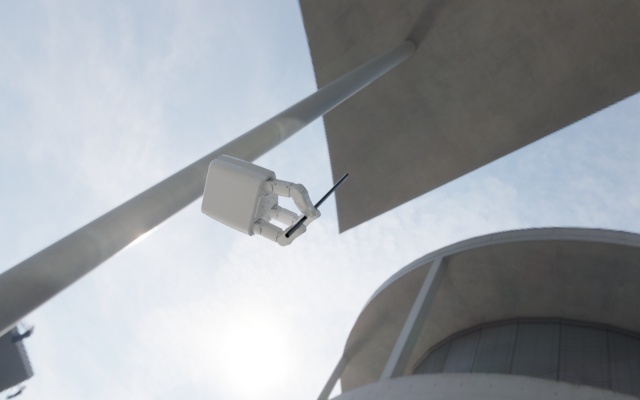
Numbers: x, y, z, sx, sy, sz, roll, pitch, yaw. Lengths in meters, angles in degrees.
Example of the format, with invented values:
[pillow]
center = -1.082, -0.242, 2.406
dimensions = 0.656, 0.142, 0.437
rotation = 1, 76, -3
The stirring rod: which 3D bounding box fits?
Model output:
[stirring rod]
center = 0.000, 0.003, 0.833
dimensions = 0.011, 0.011, 0.239
rotation = 0, 26, 29
